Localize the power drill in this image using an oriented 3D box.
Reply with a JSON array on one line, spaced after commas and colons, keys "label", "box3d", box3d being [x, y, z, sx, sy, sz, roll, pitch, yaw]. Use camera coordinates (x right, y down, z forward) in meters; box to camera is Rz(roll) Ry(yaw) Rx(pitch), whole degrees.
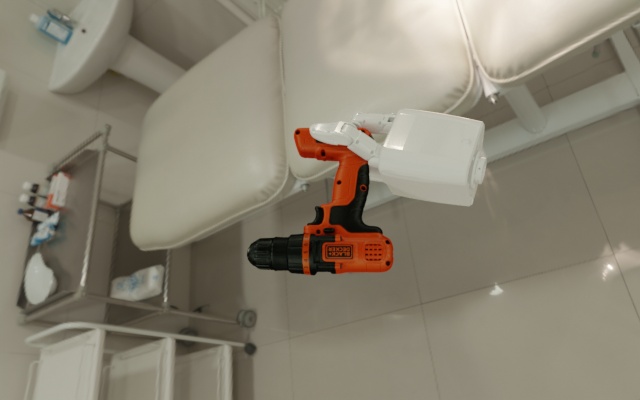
[{"label": "power drill", "box3d": [0.000, 0.002, 0.615, 0.184, 0.187, 0.057, 0, -11, 4]}]
